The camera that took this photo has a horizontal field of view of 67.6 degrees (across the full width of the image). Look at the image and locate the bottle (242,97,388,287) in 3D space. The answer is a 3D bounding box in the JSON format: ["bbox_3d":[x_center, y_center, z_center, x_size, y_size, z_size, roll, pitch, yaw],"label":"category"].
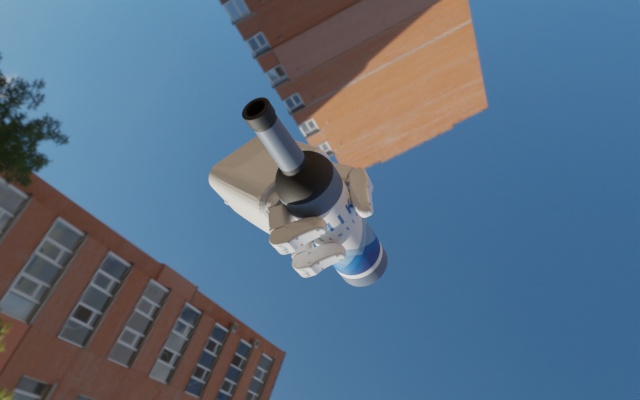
[{"bbox_3d":[0.000,0.002,0.523,0.069,0.069,0.296,0,-34,28],"label":"bottle"}]
